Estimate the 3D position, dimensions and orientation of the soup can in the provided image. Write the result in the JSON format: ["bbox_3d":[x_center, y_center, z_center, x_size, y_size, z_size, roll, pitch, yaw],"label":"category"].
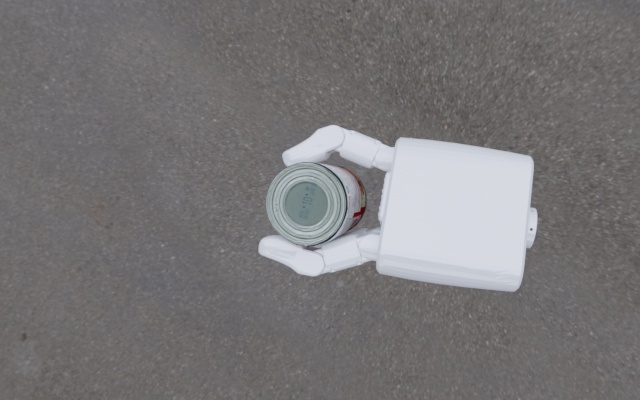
[{"bbox_3d":[0.000,0.001,0.418,0.068,0.068,0.102,0,2,14],"label":"soup can"}]
